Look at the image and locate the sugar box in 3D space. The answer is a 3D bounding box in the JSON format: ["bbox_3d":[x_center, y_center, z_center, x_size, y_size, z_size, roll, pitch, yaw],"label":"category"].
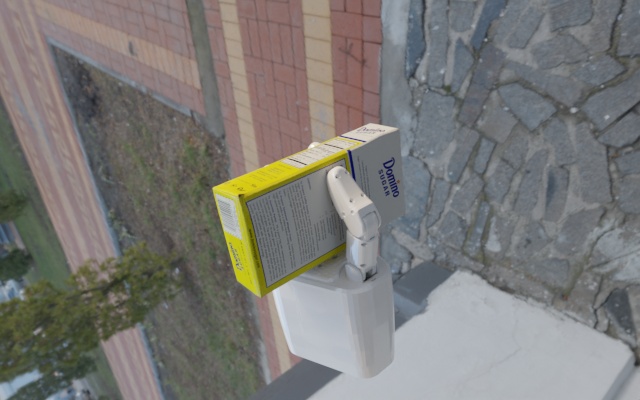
[{"bbox_3d":[0.000,0.001,0.426,0.176,0.093,0.048,-27,31,-34],"label":"sugar box"}]
